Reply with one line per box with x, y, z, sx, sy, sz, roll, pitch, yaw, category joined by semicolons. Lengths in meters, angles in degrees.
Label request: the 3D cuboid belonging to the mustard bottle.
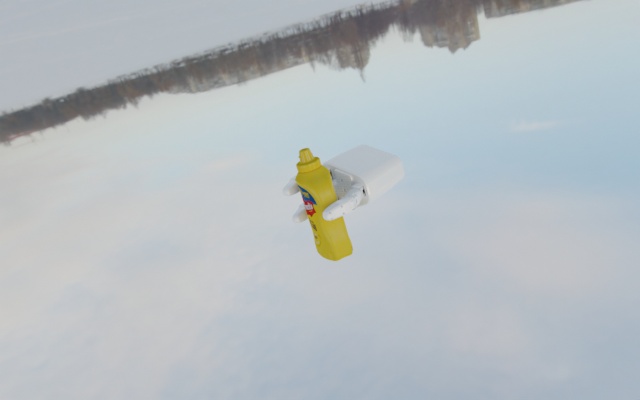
0.000;0.003;0.810;0.058;0.192;0.096;-21;21;-13;mustard bottle
